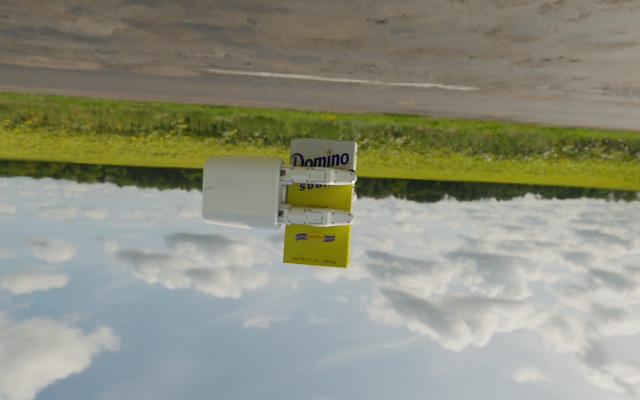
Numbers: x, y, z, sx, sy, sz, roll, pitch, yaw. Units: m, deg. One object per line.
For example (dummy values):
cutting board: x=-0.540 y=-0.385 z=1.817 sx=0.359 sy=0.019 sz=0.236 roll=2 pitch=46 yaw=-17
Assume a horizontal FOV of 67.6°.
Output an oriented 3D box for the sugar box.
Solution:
sugar box: x=0.000 y=0.002 z=0.672 sx=0.093 sy=0.176 sz=0.048 roll=3 pitch=3 yaw=8
